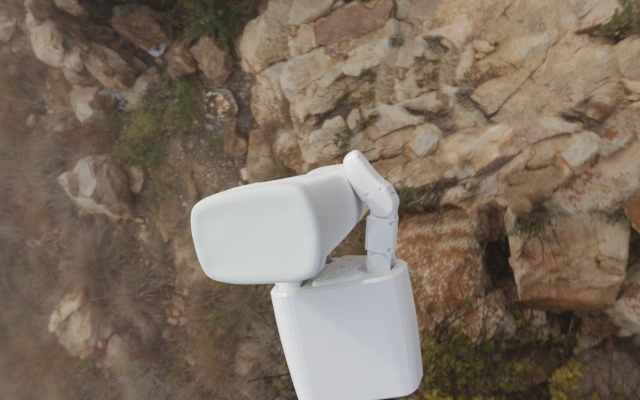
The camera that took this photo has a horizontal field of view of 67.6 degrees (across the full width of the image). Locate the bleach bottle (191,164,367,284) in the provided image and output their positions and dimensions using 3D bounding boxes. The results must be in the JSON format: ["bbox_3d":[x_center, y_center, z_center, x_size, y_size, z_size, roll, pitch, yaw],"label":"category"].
[{"bbox_3d":[0.000,0.001,0.428,0.102,0.068,0.251,-8,8,24],"label":"bleach bottle"}]
